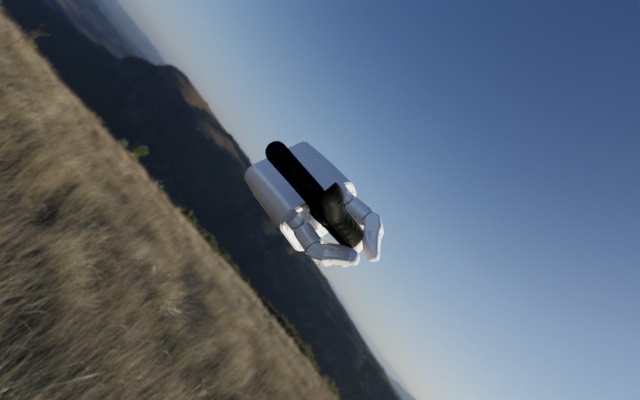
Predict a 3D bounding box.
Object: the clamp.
[{"bbox_3d":[0.001,0.002,0.545,0.039,0.120,0.172,-38,-34,-7],"label":"clamp"}]
